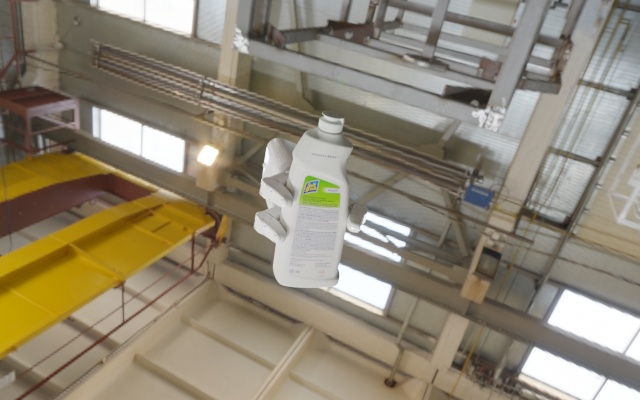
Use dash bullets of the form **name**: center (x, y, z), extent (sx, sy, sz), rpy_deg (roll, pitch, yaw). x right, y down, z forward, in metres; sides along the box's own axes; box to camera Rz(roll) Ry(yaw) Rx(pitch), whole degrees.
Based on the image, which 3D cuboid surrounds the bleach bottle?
- **bleach bottle**: center (0.000, 0.002, 0.657), extent (0.102, 0.251, 0.068), rpy_deg (3, 28, -18)
